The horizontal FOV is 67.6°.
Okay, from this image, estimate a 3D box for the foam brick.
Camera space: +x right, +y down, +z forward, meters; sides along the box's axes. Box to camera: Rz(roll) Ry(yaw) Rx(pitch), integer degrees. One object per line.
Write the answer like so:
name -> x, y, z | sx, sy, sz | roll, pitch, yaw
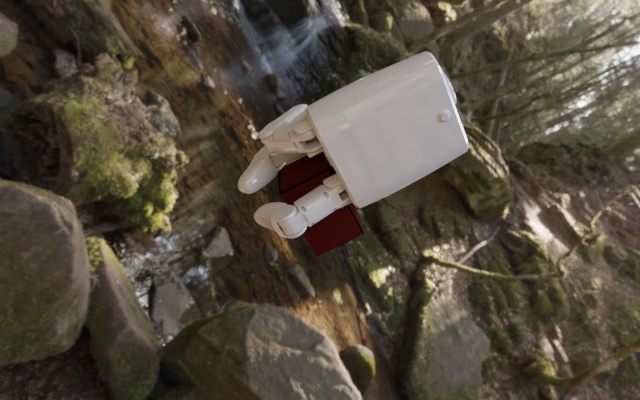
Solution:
foam brick -> 0.000, 0.002, 0.450 | 0.051, 0.078, 0.053 | -26, 28, 7
